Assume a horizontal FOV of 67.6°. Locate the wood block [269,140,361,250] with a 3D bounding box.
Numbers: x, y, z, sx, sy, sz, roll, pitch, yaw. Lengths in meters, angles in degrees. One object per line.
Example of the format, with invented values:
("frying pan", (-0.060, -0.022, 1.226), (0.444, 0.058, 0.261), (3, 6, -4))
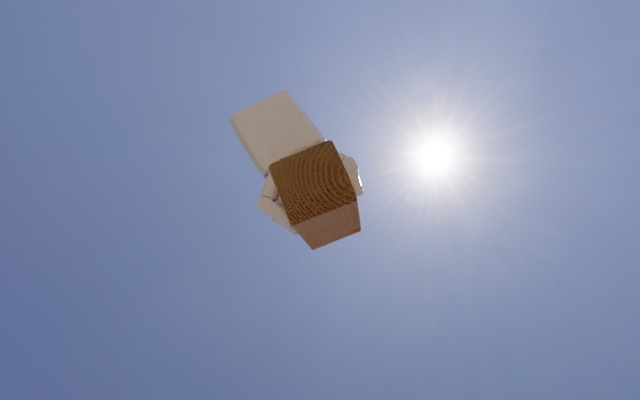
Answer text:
("wood block", (0.000, 0.002, 0.694), (0.091, 0.090, 0.206), (-23, -15, 1))
